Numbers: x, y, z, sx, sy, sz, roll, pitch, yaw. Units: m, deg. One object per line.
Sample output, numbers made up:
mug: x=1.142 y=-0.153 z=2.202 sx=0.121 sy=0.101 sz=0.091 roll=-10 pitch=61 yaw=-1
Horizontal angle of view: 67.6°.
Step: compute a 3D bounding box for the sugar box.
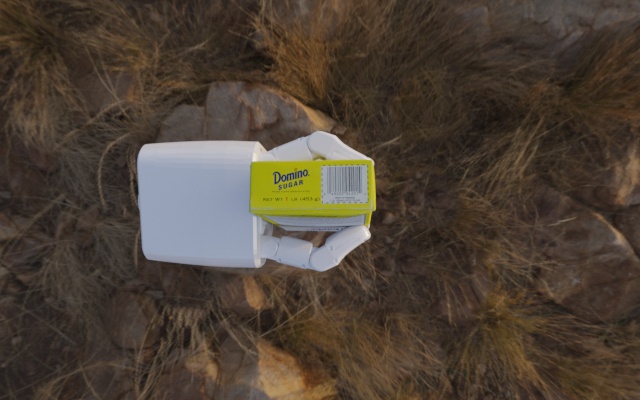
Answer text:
sugar box: x=0.000 y=0.001 z=0.431 sx=0.093 sy=0.048 sz=0.176 roll=0 pitch=-5 yaw=4
